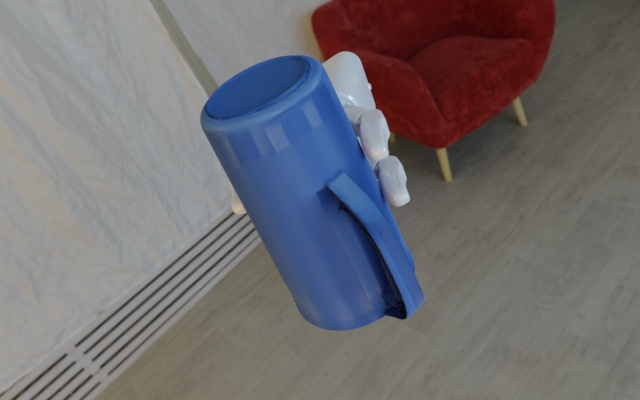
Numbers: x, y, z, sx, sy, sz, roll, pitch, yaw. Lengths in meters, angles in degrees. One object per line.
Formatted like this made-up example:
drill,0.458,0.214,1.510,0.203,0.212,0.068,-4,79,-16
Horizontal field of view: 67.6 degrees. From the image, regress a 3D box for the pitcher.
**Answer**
pitcher,0.000,0.001,0.434,0.149,0.243,0.145,-11,38,20
